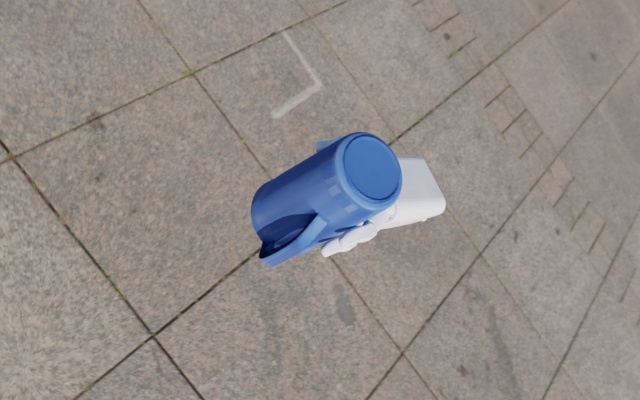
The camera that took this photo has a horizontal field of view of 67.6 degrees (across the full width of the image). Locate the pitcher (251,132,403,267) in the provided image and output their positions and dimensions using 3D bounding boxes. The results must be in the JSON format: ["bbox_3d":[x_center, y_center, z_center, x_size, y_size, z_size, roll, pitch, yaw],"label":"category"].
[{"bbox_3d":[0.000,0.002,0.694,0.145,0.149,0.243,-4,-14,-33],"label":"pitcher"}]
